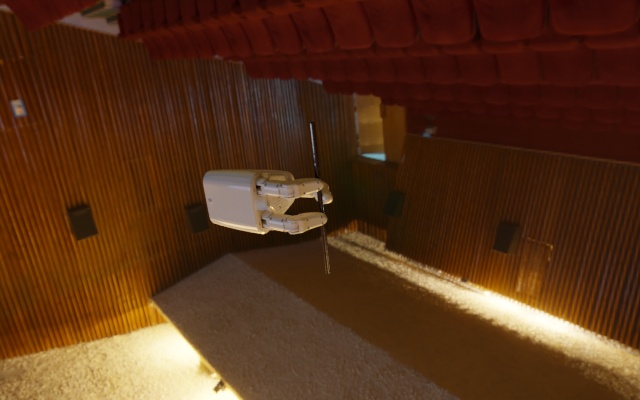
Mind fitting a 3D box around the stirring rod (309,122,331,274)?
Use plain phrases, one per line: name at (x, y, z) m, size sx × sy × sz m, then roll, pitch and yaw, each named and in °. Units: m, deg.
stirring rod at (0.000, 0.002, 0.717) m, size 0.011 × 0.240 × 0.011 m, roll -6°, pitch 20°, yaw 2°
